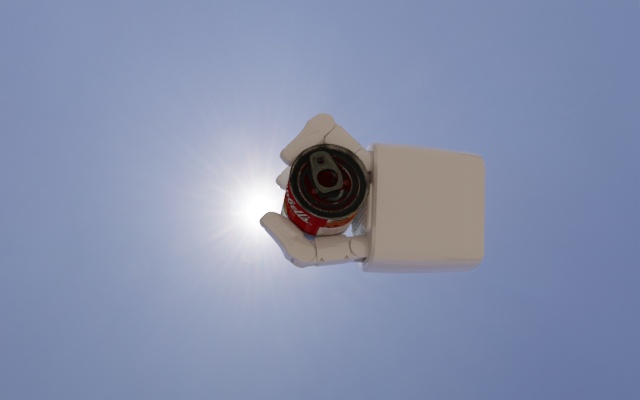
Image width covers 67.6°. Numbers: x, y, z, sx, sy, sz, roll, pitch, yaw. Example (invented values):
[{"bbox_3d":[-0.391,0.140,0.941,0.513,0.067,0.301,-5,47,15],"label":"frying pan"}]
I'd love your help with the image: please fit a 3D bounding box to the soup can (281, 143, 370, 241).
[{"bbox_3d":[0.000,0.002,0.436,0.068,0.068,0.102,0,-21,-10],"label":"soup can"}]
